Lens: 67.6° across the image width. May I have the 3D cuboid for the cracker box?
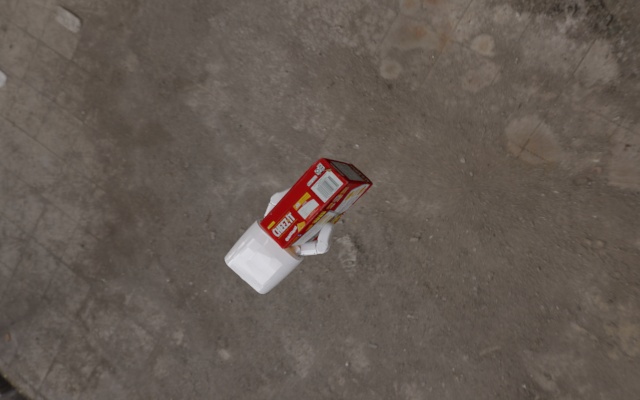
[{"bbox_3d":[0.000,0.003,0.893,0.164,0.072,0.213,-46,-11,13],"label":"cracker box"}]
